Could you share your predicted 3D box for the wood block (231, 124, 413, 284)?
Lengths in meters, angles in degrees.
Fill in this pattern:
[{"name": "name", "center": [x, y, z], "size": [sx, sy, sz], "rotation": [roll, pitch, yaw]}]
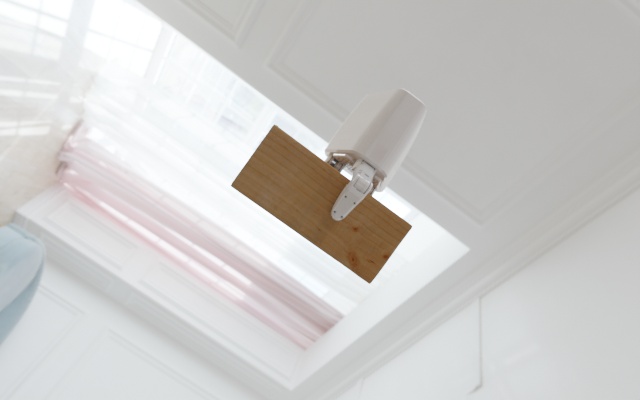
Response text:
[{"name": "wood block", "center": [0.000, 0.002, 0.605], "size": [0.206, 0.090, 0.091], "rotation": [36, 3, -7]}]
